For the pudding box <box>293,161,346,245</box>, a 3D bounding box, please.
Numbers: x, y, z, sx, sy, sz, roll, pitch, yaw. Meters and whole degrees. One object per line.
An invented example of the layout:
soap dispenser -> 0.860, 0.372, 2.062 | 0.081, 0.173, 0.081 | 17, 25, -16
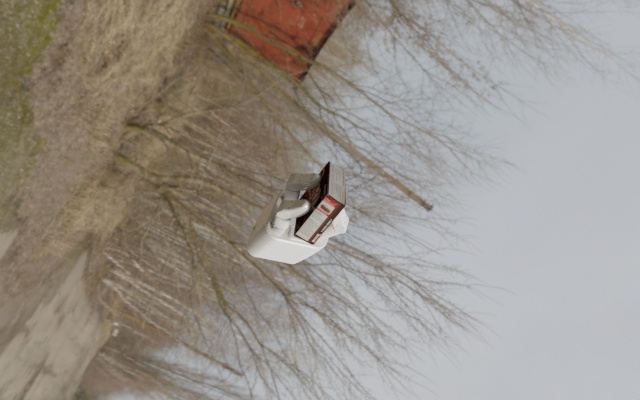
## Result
pudding box -> 0.000, 0.003, 0.742 | 0.039, 0.090, 0.113 | 30, 27, -16
